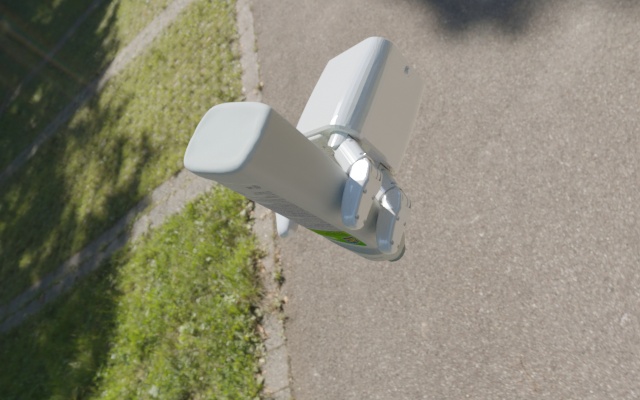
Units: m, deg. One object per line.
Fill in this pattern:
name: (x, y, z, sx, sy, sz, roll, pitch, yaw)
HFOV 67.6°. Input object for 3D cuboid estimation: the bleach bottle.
bleach bottle: (0.000, 0.002, 0.460, 0.102, 0.068, 0.251, 9, -19, 46)
